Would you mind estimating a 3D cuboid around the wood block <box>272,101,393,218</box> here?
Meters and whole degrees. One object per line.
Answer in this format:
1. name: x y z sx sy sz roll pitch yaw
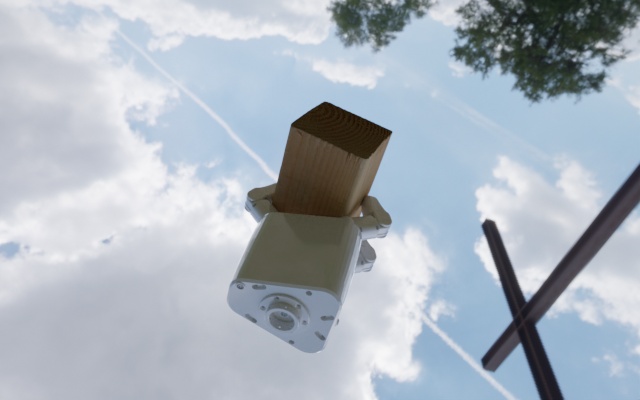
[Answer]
1. wood block: 0.000 0.002 0.569 0.091 0.206 0.090 27 36 13
